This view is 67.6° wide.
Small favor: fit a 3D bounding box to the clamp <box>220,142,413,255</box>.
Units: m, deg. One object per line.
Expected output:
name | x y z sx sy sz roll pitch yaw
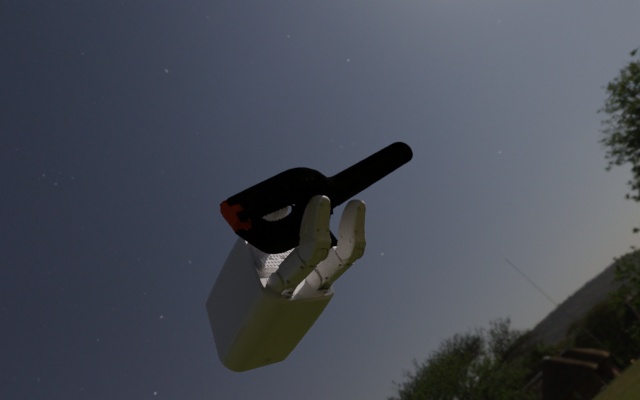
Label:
clamp | -0.001 0.001 0.472 0.210 0.165 0.036 5 33 -49
